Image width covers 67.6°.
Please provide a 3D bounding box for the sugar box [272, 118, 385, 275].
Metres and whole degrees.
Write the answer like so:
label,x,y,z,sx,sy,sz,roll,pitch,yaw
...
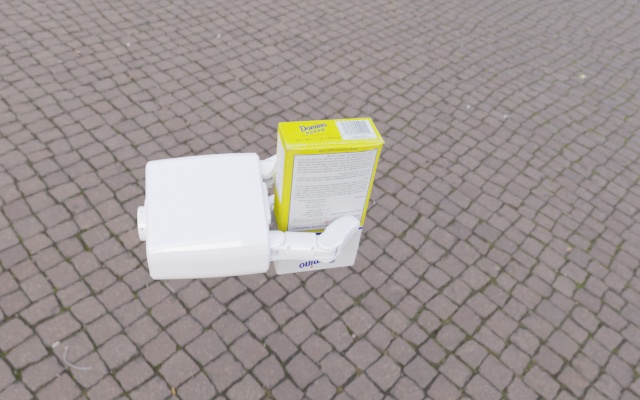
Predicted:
label,x,y,z,sx,sy,sz,roll,pitch,yaw
sugar box,0.000,0.001,0.488,0.093,0.048,0.176,-5,-43,-15
